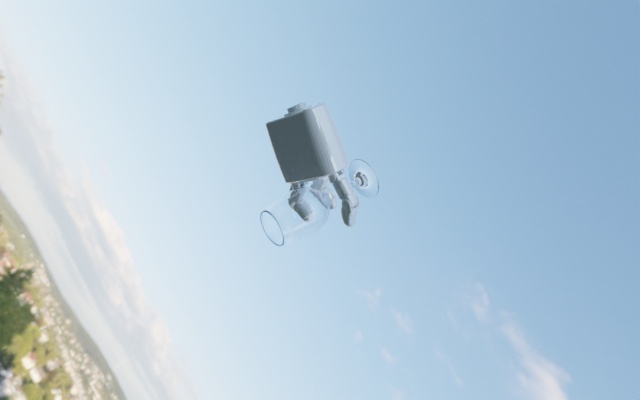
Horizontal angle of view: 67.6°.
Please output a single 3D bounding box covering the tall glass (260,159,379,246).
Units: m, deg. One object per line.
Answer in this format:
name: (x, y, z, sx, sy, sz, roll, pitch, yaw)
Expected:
tall glass: (0.001, 0.002, 0.786, 0.201, 0.079, 0.079, -29, 15, -30)
